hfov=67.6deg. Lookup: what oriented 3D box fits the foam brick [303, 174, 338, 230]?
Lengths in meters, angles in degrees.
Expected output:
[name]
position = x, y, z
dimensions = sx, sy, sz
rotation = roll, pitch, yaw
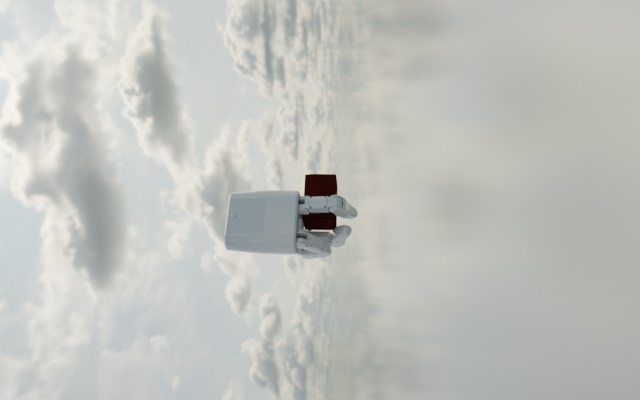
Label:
[foam brick]
position = 0.000, 0.002, 0.760
dimensions = 0.051, 0.078, 0.053
rotation = 0, -25, 4
